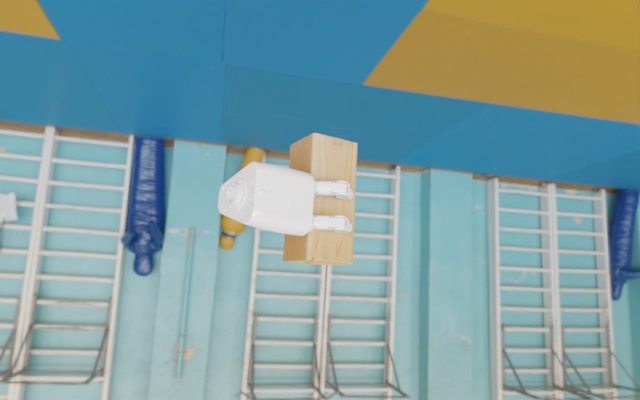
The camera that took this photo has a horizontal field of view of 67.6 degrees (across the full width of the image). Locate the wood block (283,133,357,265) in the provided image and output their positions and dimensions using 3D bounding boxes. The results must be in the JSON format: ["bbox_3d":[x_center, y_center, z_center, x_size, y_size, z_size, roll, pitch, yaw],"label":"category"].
[{"bbox_3d":[0.000,0.003,0.811,0.090,0.206,0.091,9,-12,-29],"label":"wood block"}]
